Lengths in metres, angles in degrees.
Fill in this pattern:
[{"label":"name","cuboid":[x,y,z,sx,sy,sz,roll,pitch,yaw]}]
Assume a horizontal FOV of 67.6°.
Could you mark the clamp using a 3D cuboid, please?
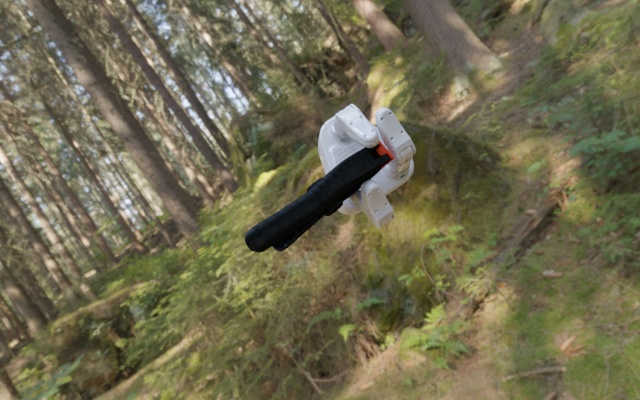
[{"label":"clamp","cuboid":[0.000,0.001,0.505,0.171,0.039,0.120,-35,-3,-6]}]
